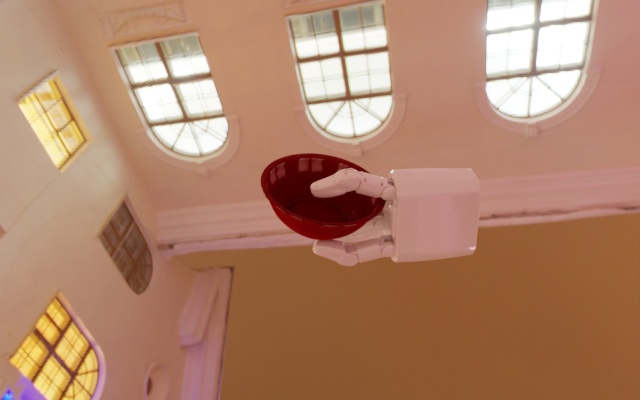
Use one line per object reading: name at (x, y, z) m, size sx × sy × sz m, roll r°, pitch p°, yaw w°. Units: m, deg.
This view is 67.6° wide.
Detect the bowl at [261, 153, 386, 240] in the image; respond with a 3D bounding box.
bowl at (-0.001, 0.002, 0.623) m, size 0.162 × 0.055 × 0.162 m, roll 8°, pitch 35°, yaw -6°
